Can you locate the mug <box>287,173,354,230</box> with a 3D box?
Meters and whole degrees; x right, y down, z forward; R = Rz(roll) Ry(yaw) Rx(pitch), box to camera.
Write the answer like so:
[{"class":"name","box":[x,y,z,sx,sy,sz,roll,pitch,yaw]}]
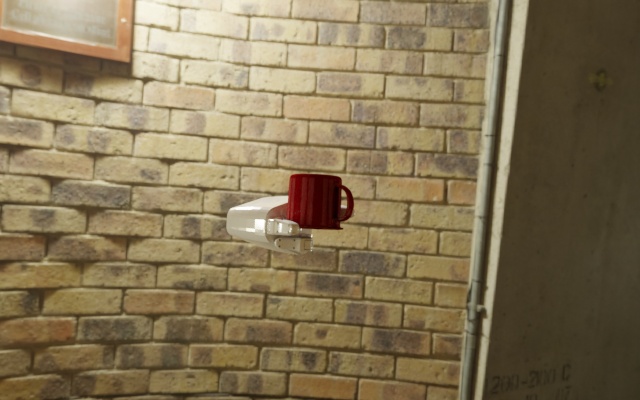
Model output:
[{"class":"mug","box":[0.001,0.002,0.726,0.117,0.081,0.093,2,-2,41]}]
